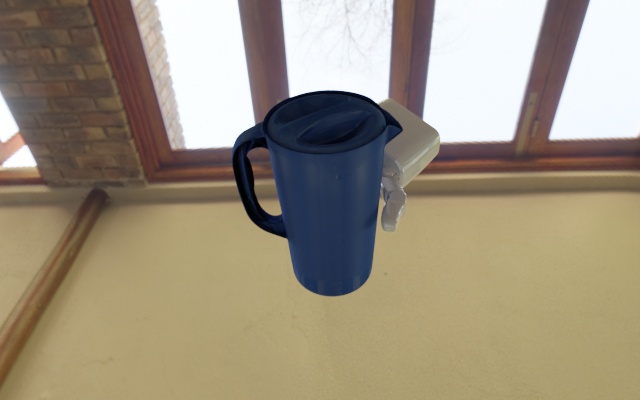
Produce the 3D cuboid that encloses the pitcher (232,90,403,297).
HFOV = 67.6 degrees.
[{"bbox_3d":[0.000,0.002,0.577,0.149,0.243,0.145,25,47,30],"label":"pitcher"}]
